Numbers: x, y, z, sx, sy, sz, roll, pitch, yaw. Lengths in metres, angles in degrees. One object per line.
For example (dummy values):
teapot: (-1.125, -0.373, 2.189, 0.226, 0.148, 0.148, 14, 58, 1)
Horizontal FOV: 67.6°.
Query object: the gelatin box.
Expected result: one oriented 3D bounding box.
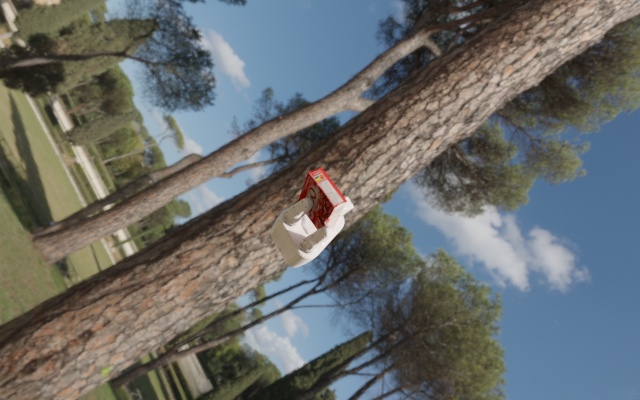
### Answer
gelatin box: (0.001, 0.002, 0.764, 0.030, 0.073, 0.089, -25, -22, -29)
